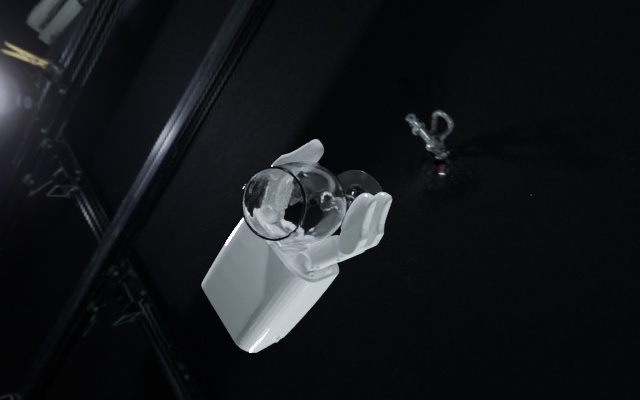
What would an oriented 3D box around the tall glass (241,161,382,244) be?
[{"bbox_3d":[0.000,0.001,0.484,0.079,0.079,0.201,0,0,24],"label":"tall glass"}]
